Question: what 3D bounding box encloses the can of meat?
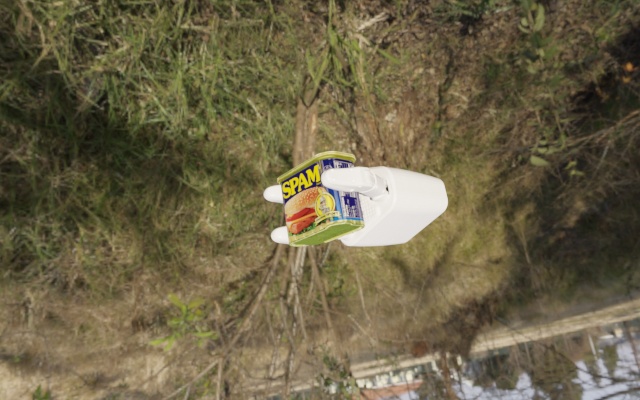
[{"bbox_3d":[0.000,0.002,0.555,0.057,0.084,0.102,6,-22,-42],"label":"can of meat"}]
